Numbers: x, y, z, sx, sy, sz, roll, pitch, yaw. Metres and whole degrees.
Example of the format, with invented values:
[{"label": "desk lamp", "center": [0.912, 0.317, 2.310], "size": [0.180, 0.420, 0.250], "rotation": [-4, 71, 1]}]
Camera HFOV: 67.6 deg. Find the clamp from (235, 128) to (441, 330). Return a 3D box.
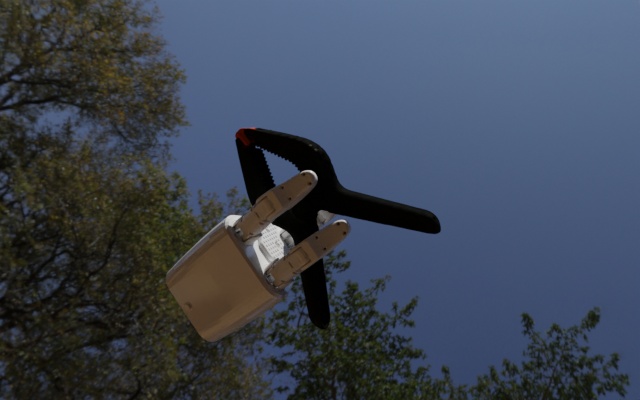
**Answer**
[{"label": "clamp", "center": [0.000, 0.001, 0.465], "size": [0.164, 0.210, 0.036], "rotation": [-38, -6, 21]}]
